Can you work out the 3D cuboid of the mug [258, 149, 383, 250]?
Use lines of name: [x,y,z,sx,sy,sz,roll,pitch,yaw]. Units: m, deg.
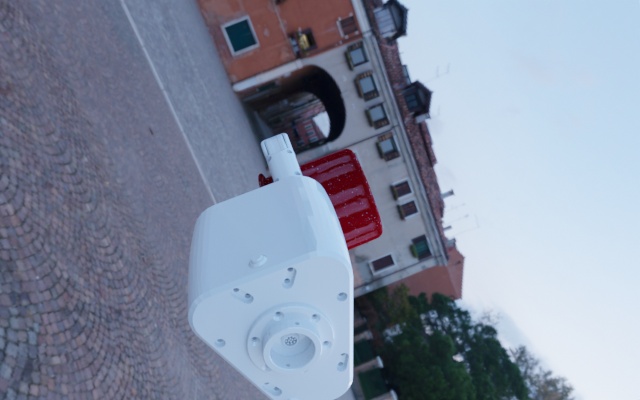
mug: [0.000,0.001,0.419,0.081,0.093,0.117,-21,27,0]
